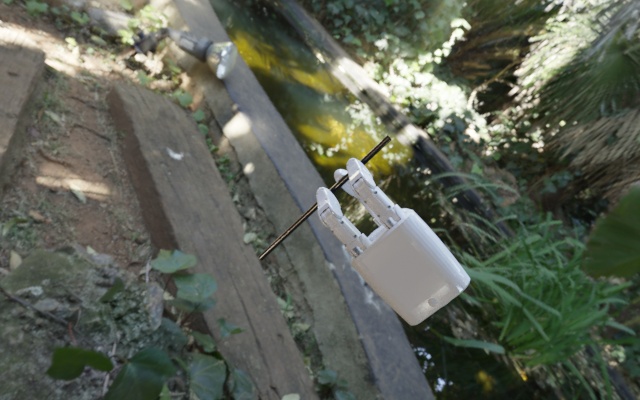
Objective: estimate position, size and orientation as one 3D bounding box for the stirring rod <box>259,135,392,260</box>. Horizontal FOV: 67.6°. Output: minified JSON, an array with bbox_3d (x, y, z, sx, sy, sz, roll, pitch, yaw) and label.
[{"bbox_3d":[0.000,0.002,0.612,0.239,0.011,0.011,-43,-19,21],"label":"stirring rod"}]
